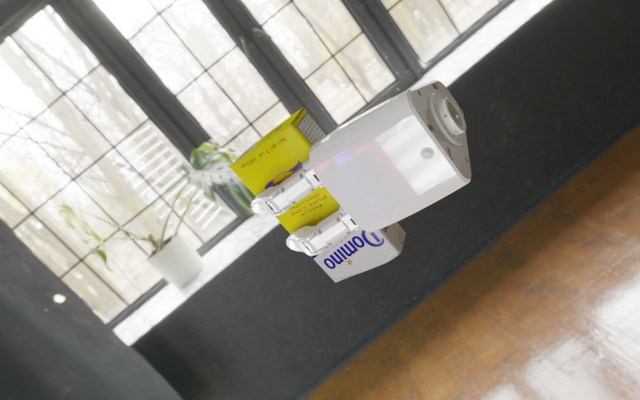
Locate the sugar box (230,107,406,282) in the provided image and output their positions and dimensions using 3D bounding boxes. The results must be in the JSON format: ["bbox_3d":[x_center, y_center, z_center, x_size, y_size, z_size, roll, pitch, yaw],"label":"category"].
[{"bbox_3d":[0.000,0.002,0.495,0.093,0.176,0.048,-29,19,34],"label":"sugar box"}]
